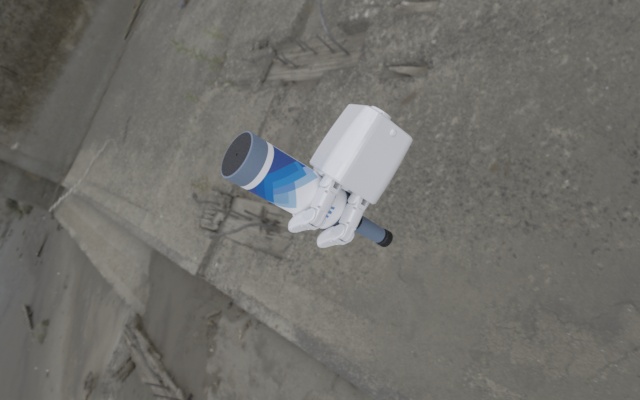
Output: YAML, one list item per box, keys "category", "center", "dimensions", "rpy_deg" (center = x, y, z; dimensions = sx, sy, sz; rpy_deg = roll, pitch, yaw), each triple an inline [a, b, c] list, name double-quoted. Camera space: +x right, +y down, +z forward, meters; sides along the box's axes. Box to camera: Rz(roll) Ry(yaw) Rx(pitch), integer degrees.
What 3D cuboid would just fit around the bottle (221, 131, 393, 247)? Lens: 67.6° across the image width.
- category: "bottle"
  center: [0.000, 0.002, 0.678]
  dimensions: [0.296, 0.069, 0.069]
  rpy_deg: [30, -18, -35]
